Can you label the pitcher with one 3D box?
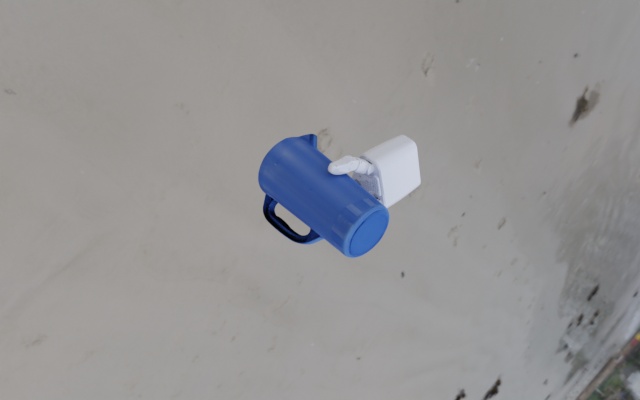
[{"bbox_3d":[0.000,0.003,0.871,0.145,0.149,0.242,-29,50,-28],"label":"pitcher"}]
